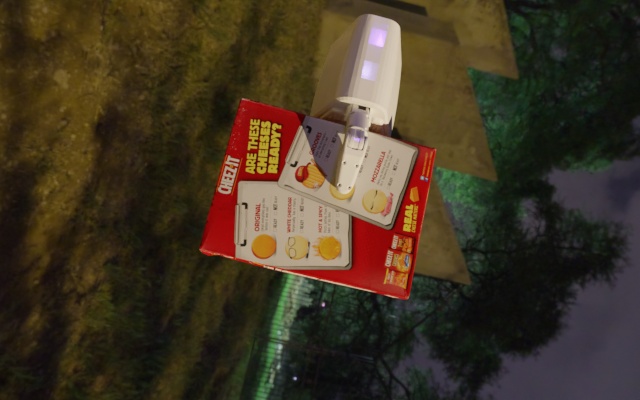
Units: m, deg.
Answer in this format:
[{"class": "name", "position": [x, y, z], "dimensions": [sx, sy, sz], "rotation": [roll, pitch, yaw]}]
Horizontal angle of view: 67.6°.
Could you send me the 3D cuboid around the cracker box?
[{"class": "cracker box", "position": [0.000, 0.002, 0.512], "dimensions": [0.214, 0.164, 0.072], "rotation": [14, -12, -3]}]
